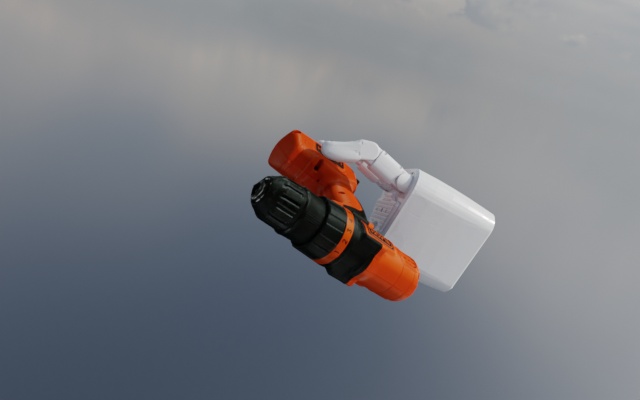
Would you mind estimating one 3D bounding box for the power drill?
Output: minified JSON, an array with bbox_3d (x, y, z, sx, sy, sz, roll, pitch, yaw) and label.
[{"bbox_3d":[0.000,0.001,0.466,0.184,0.057,0.187,36,17,-31],"label":"power drill"}]
